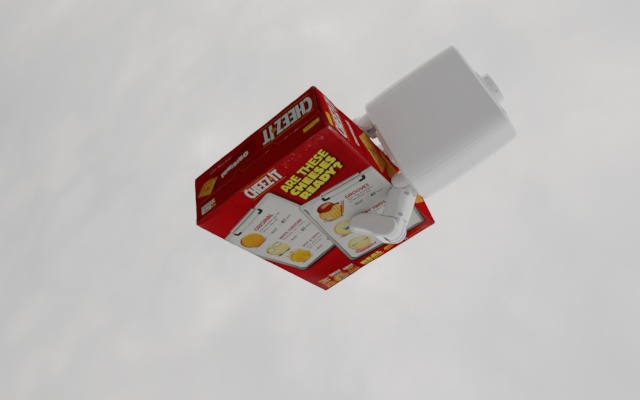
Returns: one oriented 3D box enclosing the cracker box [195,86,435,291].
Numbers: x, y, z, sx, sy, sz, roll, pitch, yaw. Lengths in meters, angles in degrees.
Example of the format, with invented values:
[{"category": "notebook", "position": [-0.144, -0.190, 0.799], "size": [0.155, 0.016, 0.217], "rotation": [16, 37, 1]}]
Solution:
[{"category": "cracker box", "position": [0.000, 0.002, 0.515], "size": [0.164, 0.072, 0.214], "rotation": [-35, -43, 19]}]
